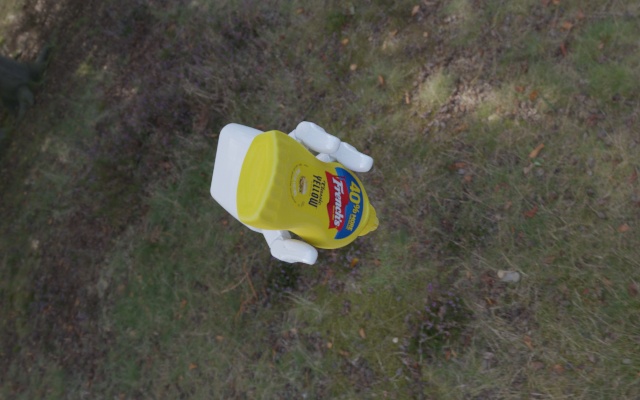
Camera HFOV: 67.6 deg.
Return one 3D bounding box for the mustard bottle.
[{"bbox_3d":[0.000,0.002,0.526,0.058,0.096,0.192,-6,-21,43],"label":"mustard bottle"}]
